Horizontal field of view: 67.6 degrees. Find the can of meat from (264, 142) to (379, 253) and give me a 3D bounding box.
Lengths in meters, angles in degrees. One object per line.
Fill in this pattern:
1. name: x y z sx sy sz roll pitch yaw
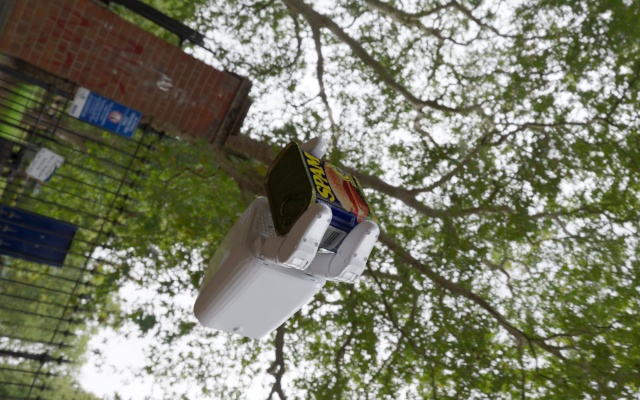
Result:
1. can of meat: 0.000 0.002 0.464 0.084 0.057 0.102 24 29 -32
